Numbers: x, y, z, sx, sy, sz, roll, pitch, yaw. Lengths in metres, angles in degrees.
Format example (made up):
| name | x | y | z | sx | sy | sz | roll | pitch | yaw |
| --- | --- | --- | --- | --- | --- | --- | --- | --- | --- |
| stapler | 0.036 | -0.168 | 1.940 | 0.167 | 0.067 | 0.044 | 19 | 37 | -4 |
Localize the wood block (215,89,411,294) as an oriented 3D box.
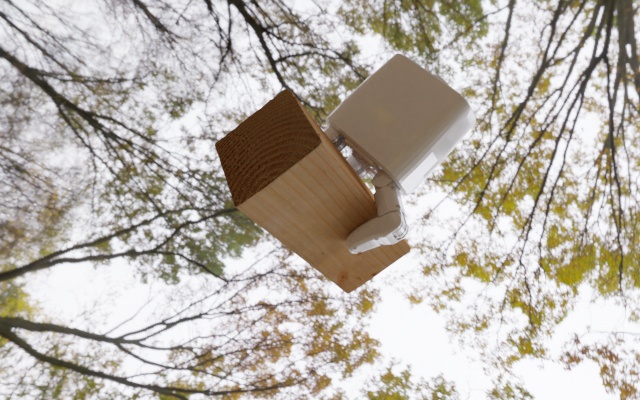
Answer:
| name | x | y | z | sx | sy | sz | roll | pitch | yaw |
| --- | --- | --- | --- | --- | --- | --- | --- | --- | --- |
| wood block | 0.001 | 0.002 | 0.481 | 0.090 | 0.090 | 0.206 | -36 | -43 | 8 |
